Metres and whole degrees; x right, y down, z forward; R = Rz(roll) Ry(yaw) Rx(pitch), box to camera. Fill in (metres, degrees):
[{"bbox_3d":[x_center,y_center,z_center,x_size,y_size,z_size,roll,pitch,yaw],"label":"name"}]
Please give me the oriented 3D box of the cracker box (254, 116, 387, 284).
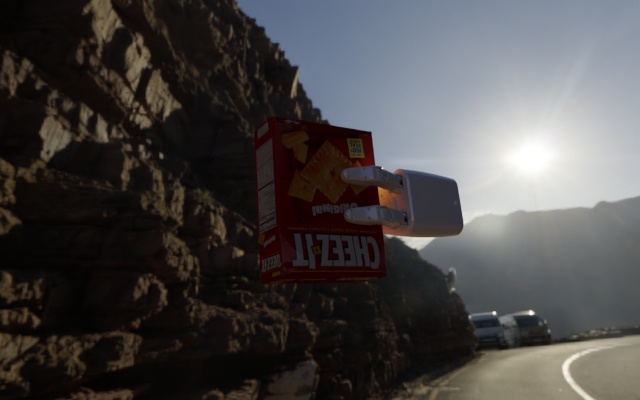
[{"bbox_3d":[0.000,0.002,0.653,0.164,0.213,0.072,5,-18,-31],"label":"cracker box"}]
